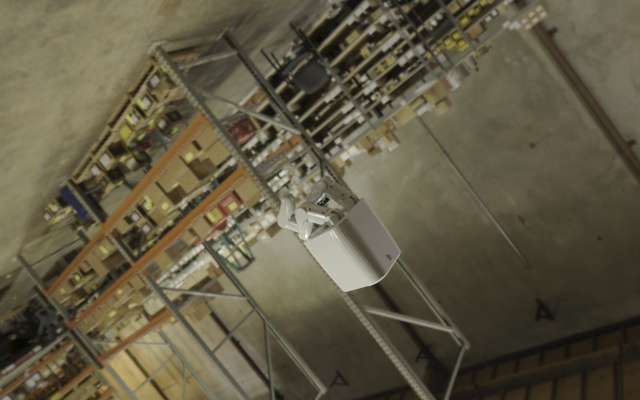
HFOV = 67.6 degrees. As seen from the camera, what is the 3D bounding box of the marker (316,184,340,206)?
[{"bbox_3d":[0.000,0.003,0.791,0.020,0.020,0.121,0,25,32],"label":"marker"}]
